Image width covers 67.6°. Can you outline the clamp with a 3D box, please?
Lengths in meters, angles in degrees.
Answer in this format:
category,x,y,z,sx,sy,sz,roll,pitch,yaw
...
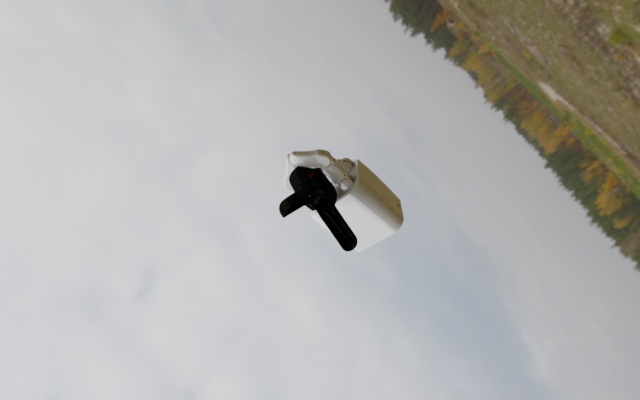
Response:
category,x,y,z,sx,sy,sz,roll,pitch,yaw
clamp,0.000,0.002,0.679,0.120,0.039,0.171,39,25,-18
